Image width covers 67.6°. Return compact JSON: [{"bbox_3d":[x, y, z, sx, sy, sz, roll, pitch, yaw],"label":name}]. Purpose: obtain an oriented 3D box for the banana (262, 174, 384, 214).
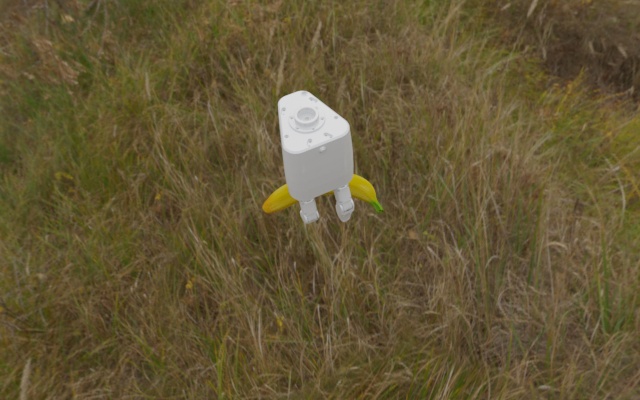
[{"bbox_3d":[0.004,-0.014,0.785,0.198,0.069,0.037,-1,-27,2],"label":"banana"}]
